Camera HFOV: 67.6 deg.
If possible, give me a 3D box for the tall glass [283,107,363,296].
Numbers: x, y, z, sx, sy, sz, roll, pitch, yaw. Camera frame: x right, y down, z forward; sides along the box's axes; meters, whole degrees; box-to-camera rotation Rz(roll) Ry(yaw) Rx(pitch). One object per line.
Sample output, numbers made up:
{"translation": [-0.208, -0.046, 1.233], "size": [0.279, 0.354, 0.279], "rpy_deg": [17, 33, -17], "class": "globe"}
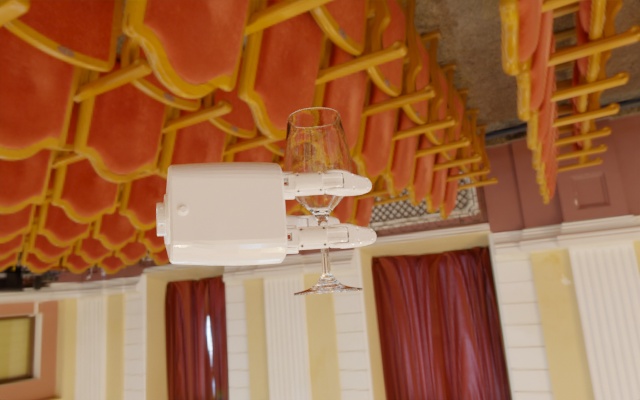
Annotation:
{"translation": [0.000, 0.002, 0.532], "size": [0.079, 0.201, 0.079], "rpy_deg": [-4, -11, -1], "class": "tall glass"}
